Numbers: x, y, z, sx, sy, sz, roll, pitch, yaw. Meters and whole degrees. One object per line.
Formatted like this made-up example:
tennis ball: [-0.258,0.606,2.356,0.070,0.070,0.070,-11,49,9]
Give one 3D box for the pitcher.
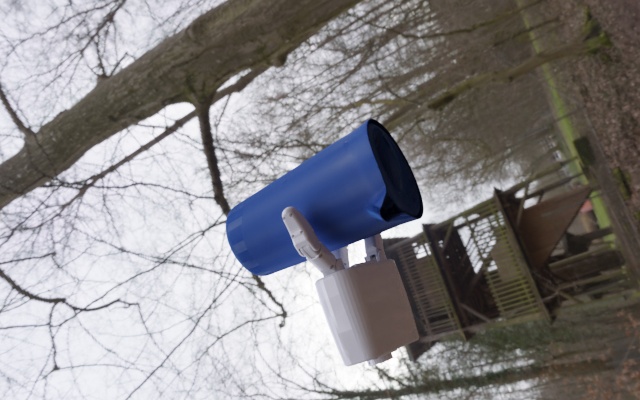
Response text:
pitcher: [0.000,0.002,0.625,0.243,0.145,0.149,-27,-14,25]
